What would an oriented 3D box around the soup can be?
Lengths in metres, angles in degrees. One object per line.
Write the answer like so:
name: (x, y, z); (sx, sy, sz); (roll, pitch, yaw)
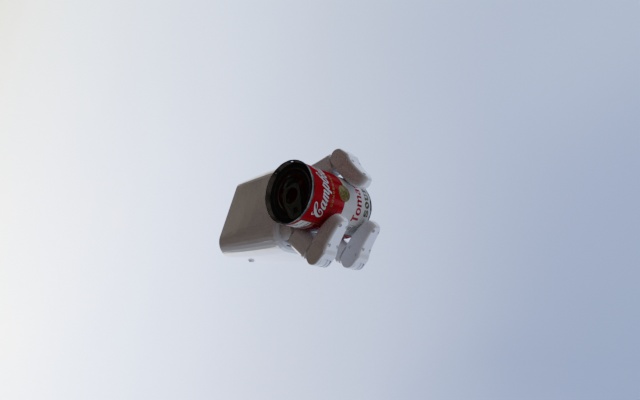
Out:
soup can: (0.001, 0.002, 0.519); (0.068, 0.068, 0.102); (0, -12, 42)
